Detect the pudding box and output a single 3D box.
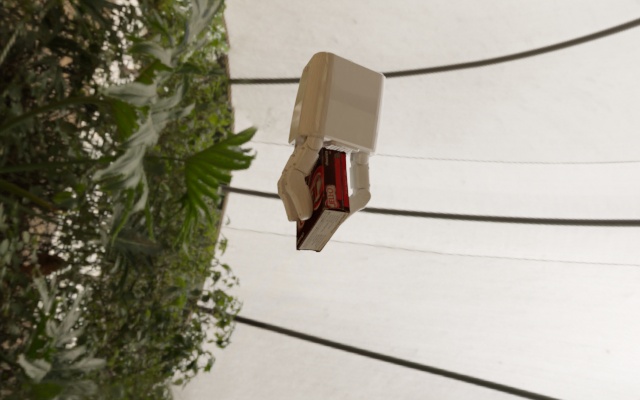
[{"bbox_3d":[0.000,0.002,0.604,0.039,0.090,0.114,9,-34,-14],"label":"pudding box"}]
